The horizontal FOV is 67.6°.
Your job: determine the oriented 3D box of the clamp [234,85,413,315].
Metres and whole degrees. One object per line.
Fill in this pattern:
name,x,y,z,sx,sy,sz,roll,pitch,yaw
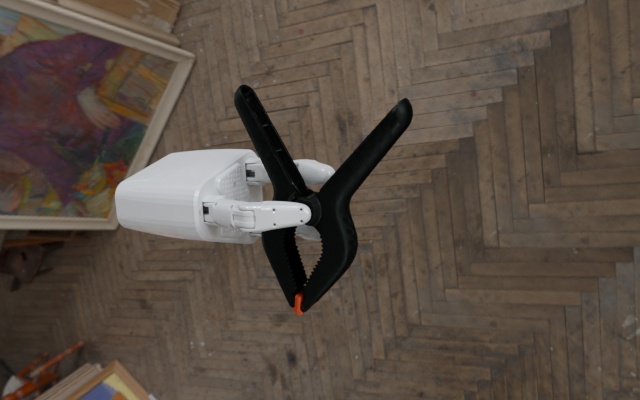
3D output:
clamp,0.000,0.002,0.422,0.164,0.210,0.036,4,12,27
